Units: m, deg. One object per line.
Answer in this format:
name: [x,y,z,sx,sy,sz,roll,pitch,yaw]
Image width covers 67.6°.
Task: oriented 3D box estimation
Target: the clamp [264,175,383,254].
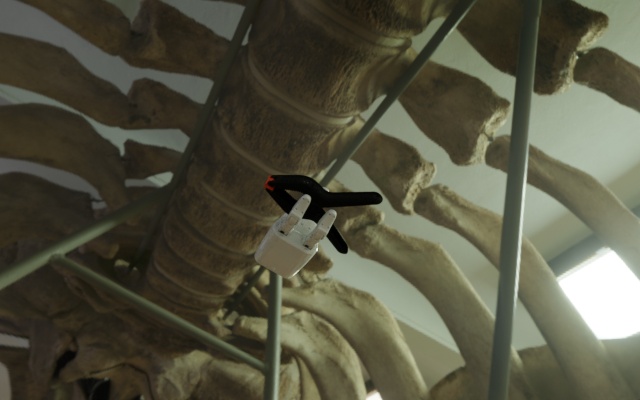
clamp: [0.000,0.002,0.884,0.210,0.165,0.036,31,38,-9]
